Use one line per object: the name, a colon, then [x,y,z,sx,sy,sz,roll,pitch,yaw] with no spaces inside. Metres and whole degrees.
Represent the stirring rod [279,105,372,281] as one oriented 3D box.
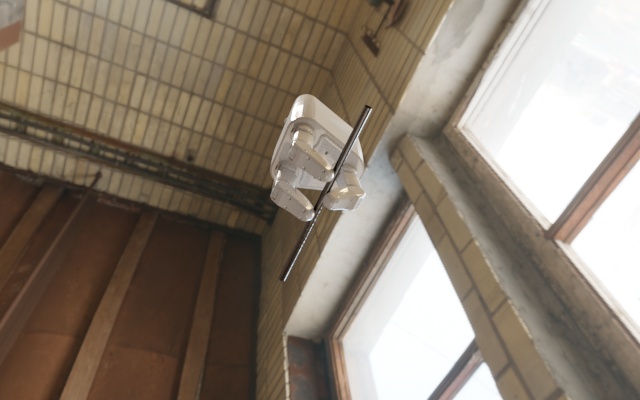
stirring rod: [0.000,0.002,0.533,0.011,0.240,0.011,21,28,-12]
